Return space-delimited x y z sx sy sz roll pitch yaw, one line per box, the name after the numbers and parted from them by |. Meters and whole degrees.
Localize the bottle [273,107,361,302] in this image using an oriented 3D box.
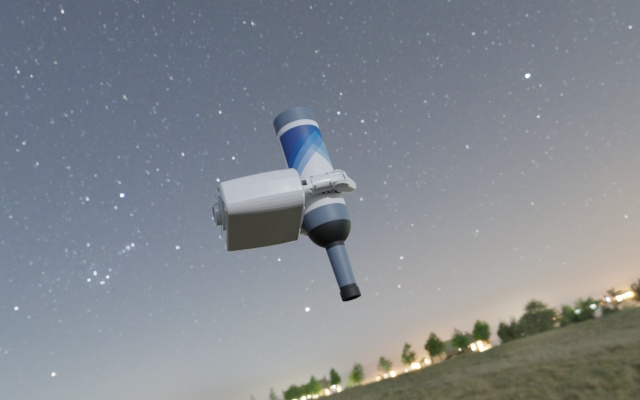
0.000 0.002 0.698 0.069 0.295 0.069 -16 -21 -6 | bottle
